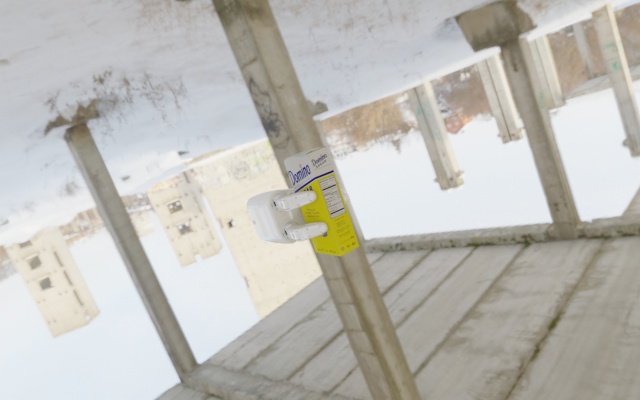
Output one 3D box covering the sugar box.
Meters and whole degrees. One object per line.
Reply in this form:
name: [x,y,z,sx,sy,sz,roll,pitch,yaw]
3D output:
sugar box: [0.000,0.003,0.800,0.048,0.176,0.093,-26,10,-27]
